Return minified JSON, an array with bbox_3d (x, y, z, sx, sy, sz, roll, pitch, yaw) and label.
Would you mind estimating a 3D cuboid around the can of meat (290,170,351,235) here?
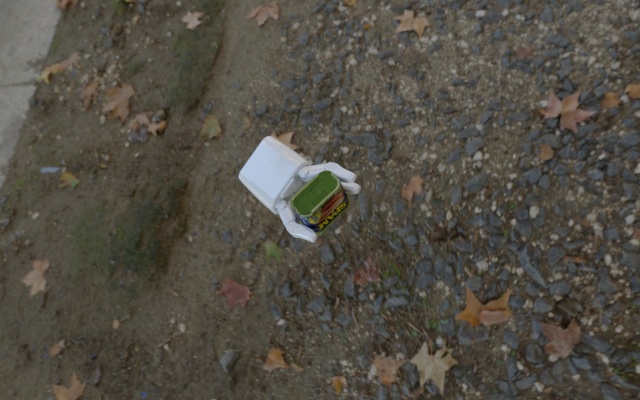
[{"bbox_3d":[0.000,0.003,0.869,0.057,0.102,0.084,43,-8,27],"label":"can of meat"}]
